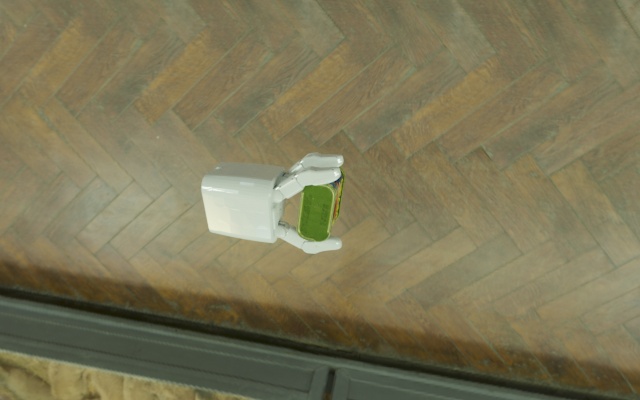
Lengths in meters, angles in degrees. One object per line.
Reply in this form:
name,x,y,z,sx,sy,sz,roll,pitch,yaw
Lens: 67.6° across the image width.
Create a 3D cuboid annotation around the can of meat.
can of meat,0.000,0.003,0.729,0.057,0.102,0.084,11,24,7
